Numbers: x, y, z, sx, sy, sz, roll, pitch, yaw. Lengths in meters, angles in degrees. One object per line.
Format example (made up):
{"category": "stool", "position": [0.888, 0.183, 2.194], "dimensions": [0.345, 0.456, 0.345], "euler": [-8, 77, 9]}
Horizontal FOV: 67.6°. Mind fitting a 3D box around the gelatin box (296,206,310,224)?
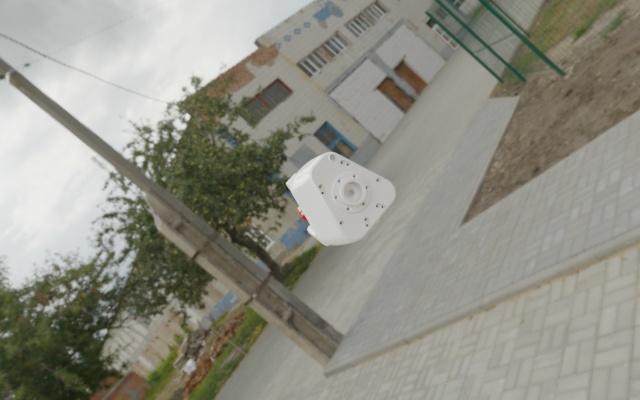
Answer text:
{"category": "gelatin box", "position": [0.000, 0.002, 0.752], "dimensions": [0.030, 0.073, 0.089], "euler": [43, -1, -11]}
